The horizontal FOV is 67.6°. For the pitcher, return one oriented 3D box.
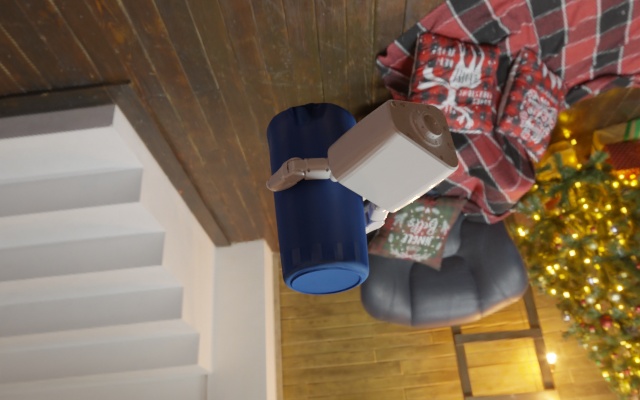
[{"bbox_3d":[0.000,0.002,0.656,0.149,0.242,0.145,15,-36,-32],"label":"pitcher"}]
